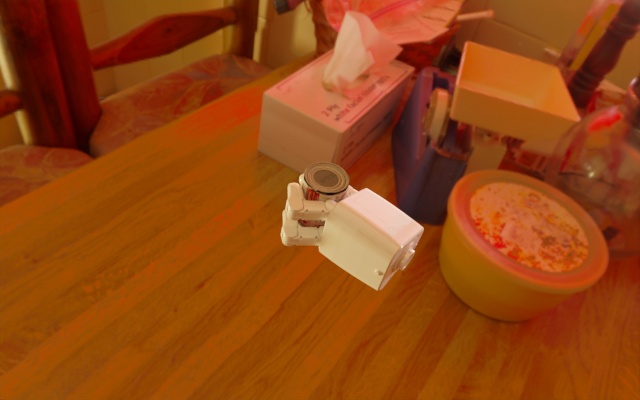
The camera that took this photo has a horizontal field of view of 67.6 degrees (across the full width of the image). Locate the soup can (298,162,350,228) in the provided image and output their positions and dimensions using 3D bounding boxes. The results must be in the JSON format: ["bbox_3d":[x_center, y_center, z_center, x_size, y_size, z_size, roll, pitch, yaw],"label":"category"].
[{"bbox_3d":[0.000,0.002,0.703,0.068,0.068,0.102,0,-44,-14],"label":"soup can"}]
